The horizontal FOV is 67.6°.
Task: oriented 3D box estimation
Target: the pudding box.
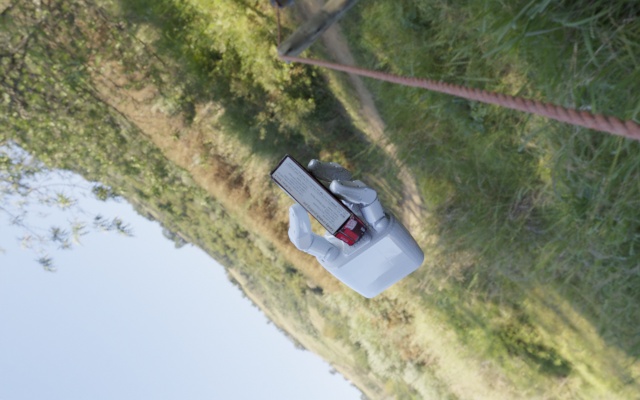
[{"bbox_3d":[0.000,0.002,0.577,0.113,0.039,0.090,41,0,20],"label":"pudding box"}]
